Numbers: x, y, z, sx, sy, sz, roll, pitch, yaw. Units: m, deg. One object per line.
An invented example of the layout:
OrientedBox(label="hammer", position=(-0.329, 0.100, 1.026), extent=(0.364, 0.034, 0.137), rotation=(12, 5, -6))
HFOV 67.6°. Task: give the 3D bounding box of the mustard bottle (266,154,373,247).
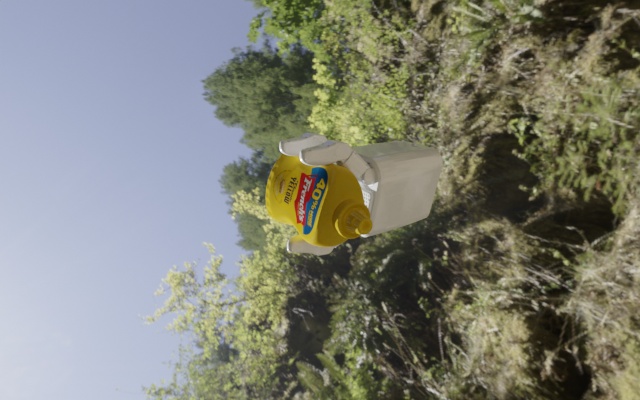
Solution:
OrientedBox(label="mustard bottle", position=(0.000, 0.002, 0.563), extent=(0.058, 0.096, 0.191), rotation=(15, 8, -33))
